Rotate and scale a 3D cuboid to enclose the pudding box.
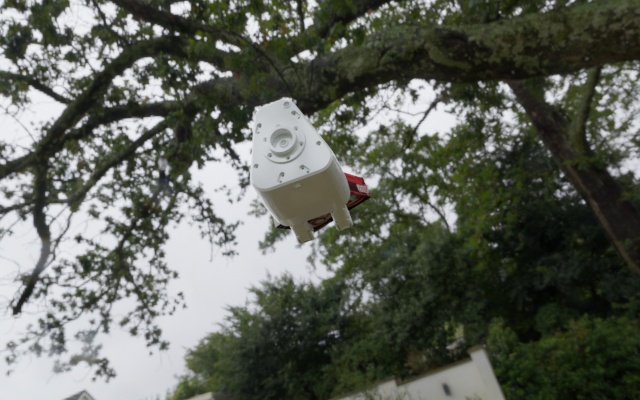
[{"bbox_3d":[0.000,0.002,0.663,0.113,0.039,0.090,-32,-26,29],"label":"pudding box"}]
